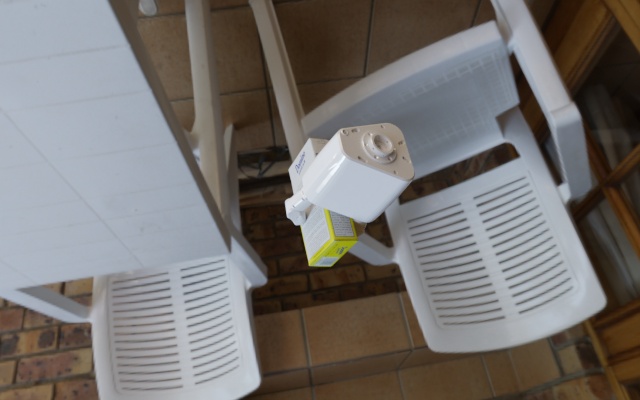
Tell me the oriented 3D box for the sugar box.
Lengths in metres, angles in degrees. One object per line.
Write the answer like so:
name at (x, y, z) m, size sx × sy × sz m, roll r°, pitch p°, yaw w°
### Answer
sugar box at (0.001, 0.002, 0.725) m, size 0.048 × 0.176 × 0.093 m, roll 5°, pitch -32°, yaw -26°
